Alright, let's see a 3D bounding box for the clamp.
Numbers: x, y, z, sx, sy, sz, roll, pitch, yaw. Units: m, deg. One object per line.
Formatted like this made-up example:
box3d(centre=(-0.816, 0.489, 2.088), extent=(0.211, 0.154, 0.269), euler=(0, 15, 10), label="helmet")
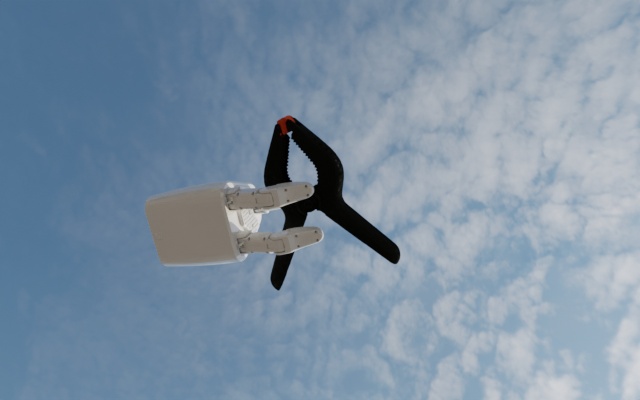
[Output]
box3d(centre=(0.000, 0.001, 0.562), extent=(0.164, 0.210, 0.036), euler=(-8, 15, 11), label="clamp")
